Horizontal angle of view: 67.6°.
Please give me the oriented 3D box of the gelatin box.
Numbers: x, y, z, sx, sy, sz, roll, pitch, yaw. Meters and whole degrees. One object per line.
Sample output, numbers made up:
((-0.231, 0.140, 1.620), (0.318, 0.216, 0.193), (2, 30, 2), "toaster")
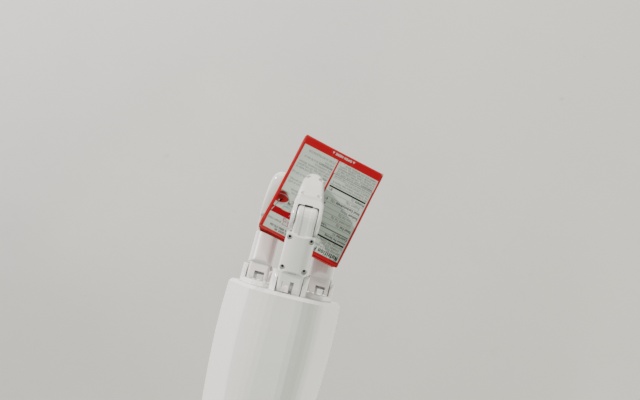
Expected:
((0.000, 0.001, 0.401), (0.073, 0.089, 0.030), (27, -6, 0), "gelatin box")
